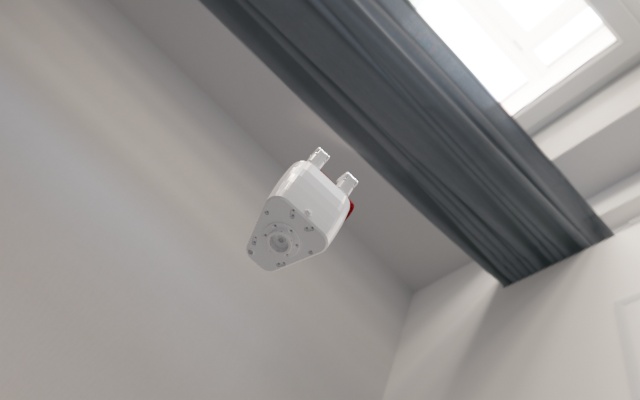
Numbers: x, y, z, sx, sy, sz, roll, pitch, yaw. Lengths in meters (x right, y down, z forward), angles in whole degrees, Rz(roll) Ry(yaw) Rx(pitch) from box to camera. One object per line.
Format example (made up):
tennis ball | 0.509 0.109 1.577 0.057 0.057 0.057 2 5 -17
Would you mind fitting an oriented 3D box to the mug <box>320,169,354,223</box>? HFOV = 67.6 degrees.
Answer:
mug | 0.001 0.002 0.742 0.093 0.081 0.117 -41 8 31
